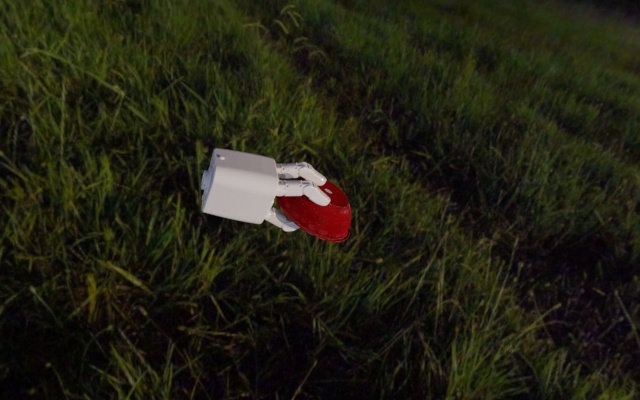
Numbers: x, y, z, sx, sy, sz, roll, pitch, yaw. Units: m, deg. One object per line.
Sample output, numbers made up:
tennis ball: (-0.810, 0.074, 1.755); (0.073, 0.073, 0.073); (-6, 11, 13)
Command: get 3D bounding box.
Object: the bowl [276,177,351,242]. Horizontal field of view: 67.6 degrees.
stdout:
bowl: (0.001, 0.003, 0.889); (0.162, 0.055, 0.162); (28, 25, -14)
